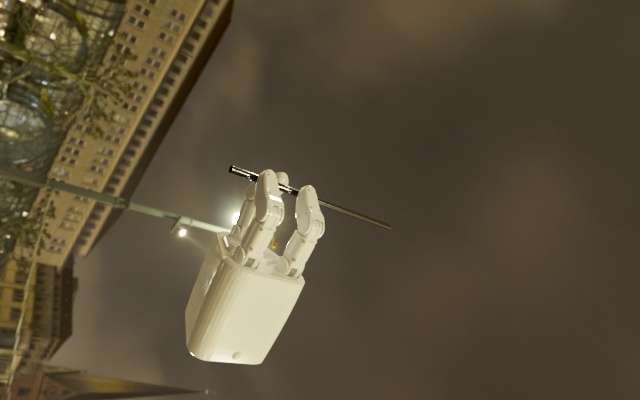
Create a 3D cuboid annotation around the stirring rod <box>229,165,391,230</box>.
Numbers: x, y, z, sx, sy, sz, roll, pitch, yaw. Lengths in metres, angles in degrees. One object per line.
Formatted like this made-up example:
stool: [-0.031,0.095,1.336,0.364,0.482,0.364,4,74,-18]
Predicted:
stirring rod: [0.000,0.002,0.547,0.239,0.011,0.011,20,-13,-38]
